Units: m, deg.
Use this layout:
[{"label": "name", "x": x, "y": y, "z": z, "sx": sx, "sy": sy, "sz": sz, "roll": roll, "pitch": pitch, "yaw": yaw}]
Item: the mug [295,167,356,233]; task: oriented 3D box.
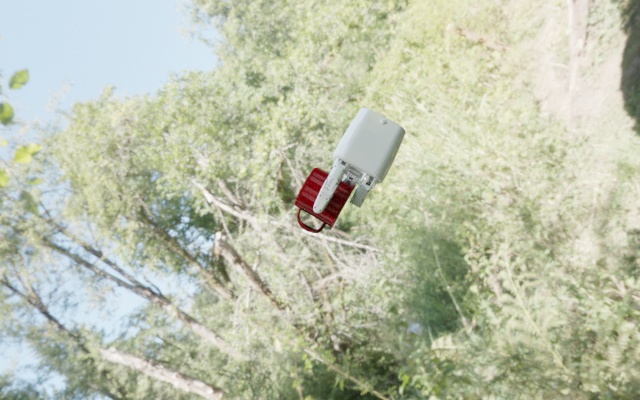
[{"label": "mug", "x": -0.001, "y": 0.004, "z": 0.863, "sx": 0.081, "sy": 0.117, "sz": 0.093, "roll": 29, "pitch": -11, "yaw": 2}]
